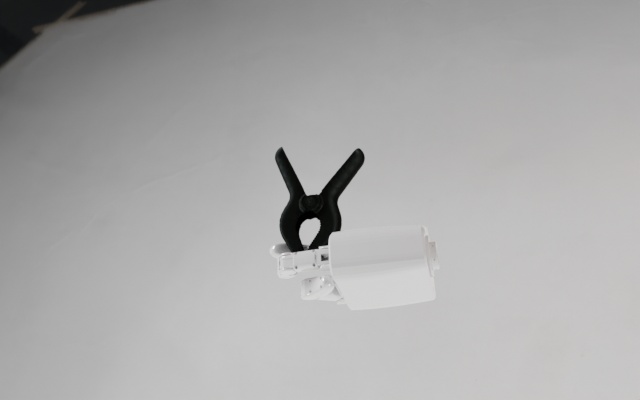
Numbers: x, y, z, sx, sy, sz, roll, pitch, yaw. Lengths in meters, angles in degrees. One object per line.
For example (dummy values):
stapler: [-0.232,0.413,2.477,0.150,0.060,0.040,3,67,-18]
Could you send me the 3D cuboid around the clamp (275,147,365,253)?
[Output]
clamp: [0.000,0.002,0.609,0.120,0.171,0.039,-8,-22,14]
